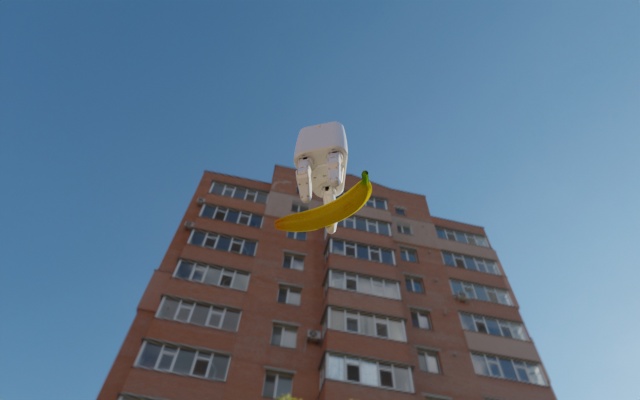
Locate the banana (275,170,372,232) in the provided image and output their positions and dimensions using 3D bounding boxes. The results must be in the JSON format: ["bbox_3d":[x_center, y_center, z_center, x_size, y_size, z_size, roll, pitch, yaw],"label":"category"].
[{"bbox_3d":[0.014,0.012,0.811,0.198,0.037,0.070,-31,-56,24],"label":"banana"}]
